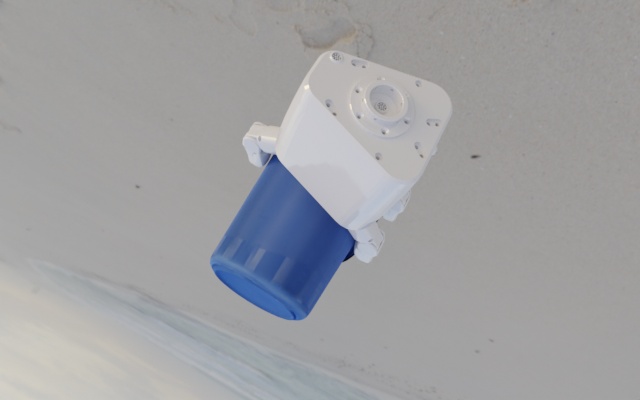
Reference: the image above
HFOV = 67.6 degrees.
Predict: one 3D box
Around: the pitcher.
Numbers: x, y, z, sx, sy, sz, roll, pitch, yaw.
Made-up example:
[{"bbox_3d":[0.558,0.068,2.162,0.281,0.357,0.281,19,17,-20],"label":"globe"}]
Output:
[{"bbox_3d":[0.000,0.002,0.504,0.149,0.242,0.145,32,-24,-2],"label":"pitcher"}]
